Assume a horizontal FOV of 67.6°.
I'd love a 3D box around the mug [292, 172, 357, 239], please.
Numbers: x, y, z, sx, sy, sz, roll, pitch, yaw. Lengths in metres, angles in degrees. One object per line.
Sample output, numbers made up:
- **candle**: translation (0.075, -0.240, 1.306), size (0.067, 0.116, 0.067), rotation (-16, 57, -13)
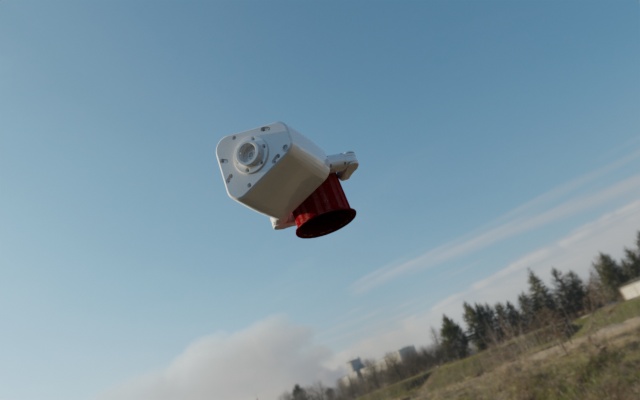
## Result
- **mug**: translation (0.001, 0.002, 0.711), size (0.093, 0.081, 0.117), rotation (-27, -23, 15)
